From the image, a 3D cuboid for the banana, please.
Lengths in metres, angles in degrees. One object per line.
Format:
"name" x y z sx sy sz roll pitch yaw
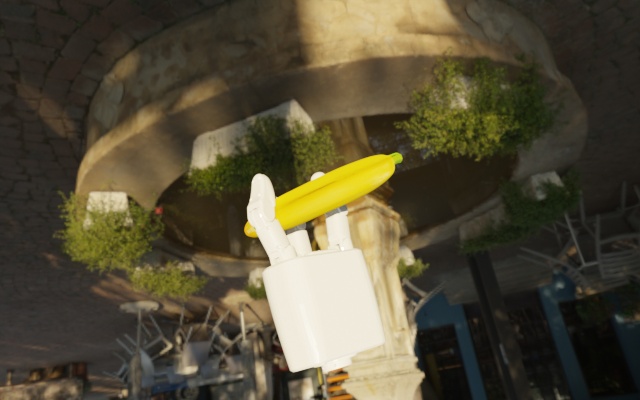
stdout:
"banana" 0.000 -0.002 0.513 0.198 0.037 0.069 -24 -10 7
